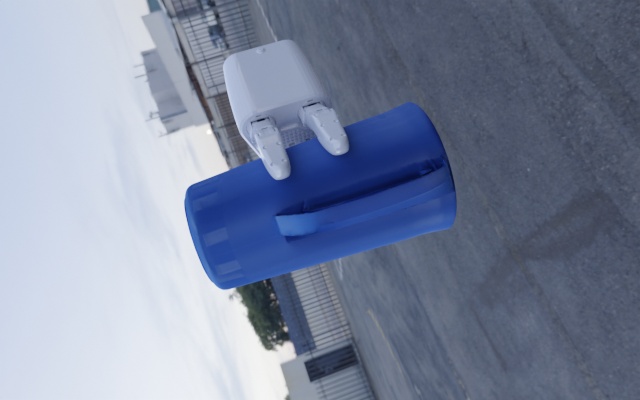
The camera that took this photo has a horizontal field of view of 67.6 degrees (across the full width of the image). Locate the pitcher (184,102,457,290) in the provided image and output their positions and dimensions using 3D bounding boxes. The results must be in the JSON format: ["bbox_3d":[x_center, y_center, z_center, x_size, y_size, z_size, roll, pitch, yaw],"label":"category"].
[{"bbox_3d":[0.000,0.001,0.462,0.243,0.145,0.149,-18,-34,-6],"label":"pitcher"}]
